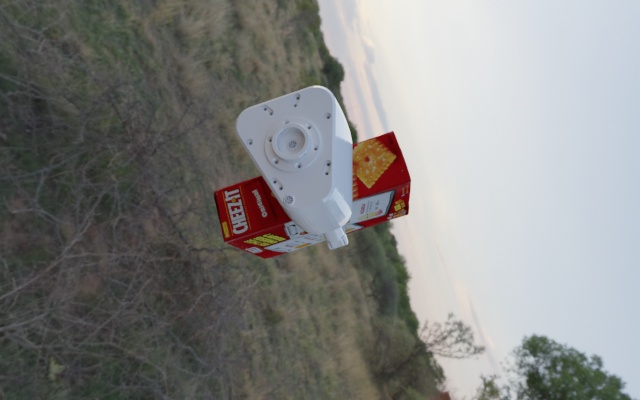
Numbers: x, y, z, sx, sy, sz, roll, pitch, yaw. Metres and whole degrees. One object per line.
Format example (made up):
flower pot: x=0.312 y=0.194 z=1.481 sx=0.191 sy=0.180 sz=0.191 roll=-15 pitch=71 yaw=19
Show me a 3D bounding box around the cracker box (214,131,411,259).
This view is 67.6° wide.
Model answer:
cracker box: x=0.000 y=0.002 z=0.593 sx=0.214 sy=0.072 sz=0.164 roll=-17 pitch=-16 yaw=5
